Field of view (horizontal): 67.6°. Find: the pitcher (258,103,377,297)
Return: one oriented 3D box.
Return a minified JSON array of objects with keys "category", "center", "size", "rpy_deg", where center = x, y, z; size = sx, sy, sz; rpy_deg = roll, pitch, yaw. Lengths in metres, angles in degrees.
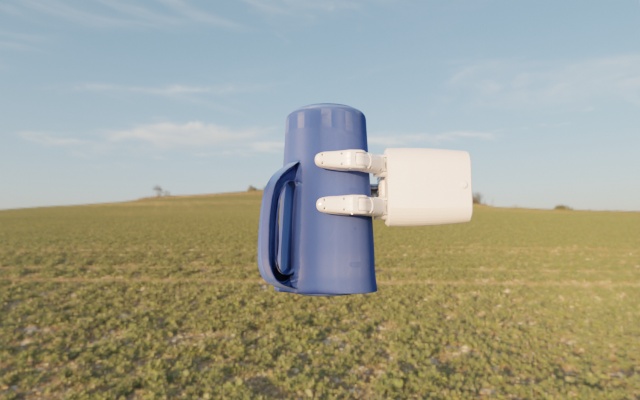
[{"category":"pitcher","center":[0.000,0.002,0.621],"size":[0.145,0.243,0.149],"rpy_deg":[0,-7,1]}]
